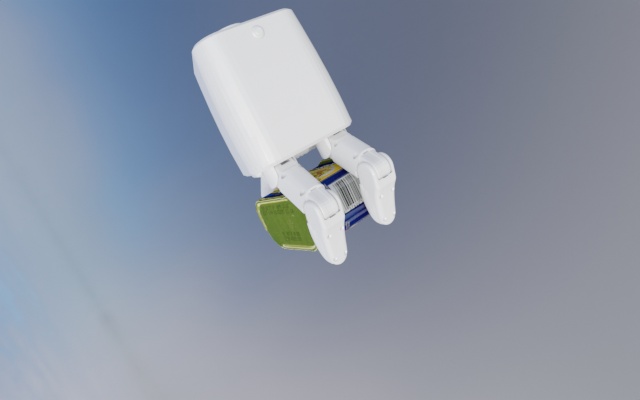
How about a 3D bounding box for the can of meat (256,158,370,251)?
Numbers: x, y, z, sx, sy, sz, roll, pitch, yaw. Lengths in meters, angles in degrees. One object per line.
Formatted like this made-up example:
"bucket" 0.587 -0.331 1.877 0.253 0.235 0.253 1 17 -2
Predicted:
"can of meat" 0.000 0.002 0.428 0.084 0.057 0.102 -31 11 -27
